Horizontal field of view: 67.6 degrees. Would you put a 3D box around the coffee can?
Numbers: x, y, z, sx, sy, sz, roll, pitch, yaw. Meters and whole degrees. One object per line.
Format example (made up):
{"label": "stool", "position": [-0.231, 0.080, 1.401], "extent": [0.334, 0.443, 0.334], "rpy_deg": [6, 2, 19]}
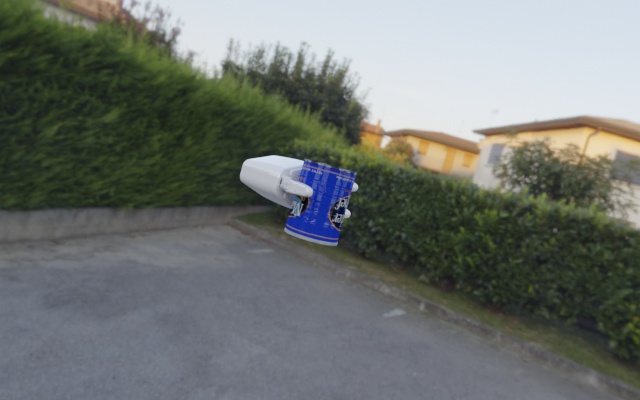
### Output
{"label": "coffee can", "position": [0.000, 0.003, 0.888], "extent": [0.103, 0.140, 0.103], "rpy_deg": [16, 4, -1]}
